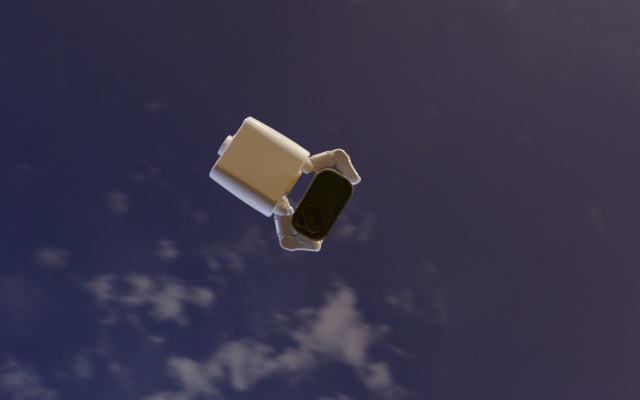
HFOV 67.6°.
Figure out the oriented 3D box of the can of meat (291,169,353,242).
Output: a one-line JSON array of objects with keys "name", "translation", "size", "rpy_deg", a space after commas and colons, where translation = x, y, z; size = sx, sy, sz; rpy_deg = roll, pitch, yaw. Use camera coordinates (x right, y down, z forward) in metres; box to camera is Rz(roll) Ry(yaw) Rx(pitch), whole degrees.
[{"name": "can of meat", "translation": [0.000, 0.002, 0.705], "size": [0.057, 0.102, 0.084], "rpy_deg": [30, 4, -6]}]
